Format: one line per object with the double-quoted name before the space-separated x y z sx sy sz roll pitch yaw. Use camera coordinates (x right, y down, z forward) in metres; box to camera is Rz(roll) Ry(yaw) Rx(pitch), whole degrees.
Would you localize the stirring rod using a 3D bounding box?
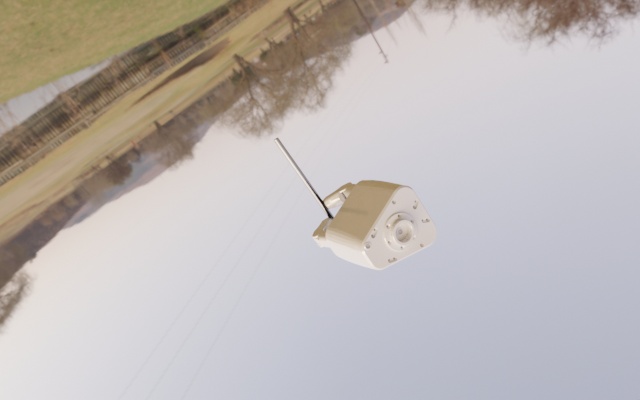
"stirring rod" 0.000 0.002 0.744 0.011 0.239 0.011 -32 18 11
